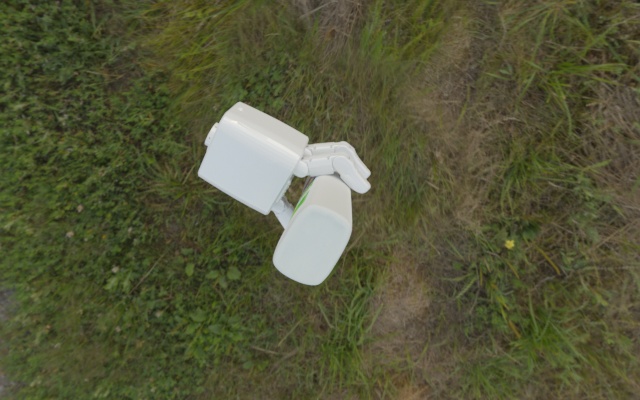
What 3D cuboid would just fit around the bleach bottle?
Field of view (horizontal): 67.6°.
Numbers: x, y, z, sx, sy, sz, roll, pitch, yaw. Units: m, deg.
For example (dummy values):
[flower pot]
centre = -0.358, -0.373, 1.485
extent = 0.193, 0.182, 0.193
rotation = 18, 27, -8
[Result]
[bleach bottle]
centre = 0.000, 0.002, 0.635
extent = 0.068, 0.102, 0.250
rotation = 27, 22, -7
